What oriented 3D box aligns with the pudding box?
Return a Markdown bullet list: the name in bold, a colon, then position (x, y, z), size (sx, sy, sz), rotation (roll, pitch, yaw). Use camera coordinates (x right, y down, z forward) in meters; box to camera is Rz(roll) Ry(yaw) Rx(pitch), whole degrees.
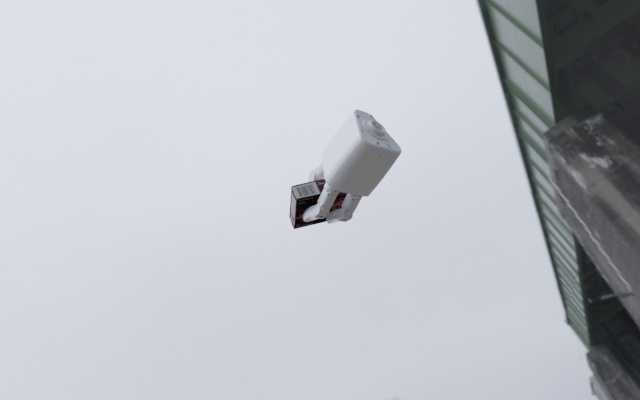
- **pudding box**: position (0.000, 0.003, 0.891), size (0.113, 0.039, 0.090), rotation (-11, -39, -15)
